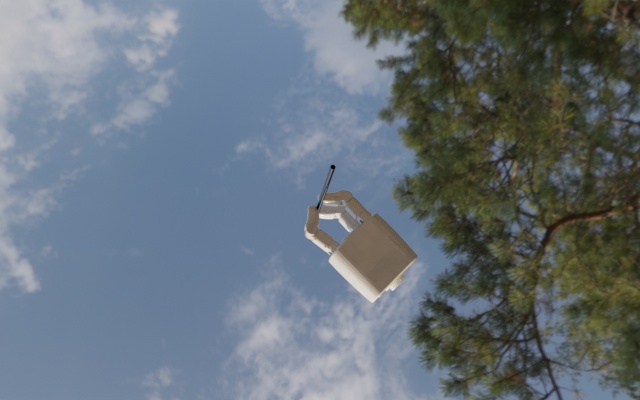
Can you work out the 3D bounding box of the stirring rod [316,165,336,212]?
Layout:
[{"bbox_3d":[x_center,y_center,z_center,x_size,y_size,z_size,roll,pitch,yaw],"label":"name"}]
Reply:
[{"bbox_3d":[0.000,0.003,0.825,0.011,0.011,0.240,0,-26,-10],"label":"stirring rod"}]
